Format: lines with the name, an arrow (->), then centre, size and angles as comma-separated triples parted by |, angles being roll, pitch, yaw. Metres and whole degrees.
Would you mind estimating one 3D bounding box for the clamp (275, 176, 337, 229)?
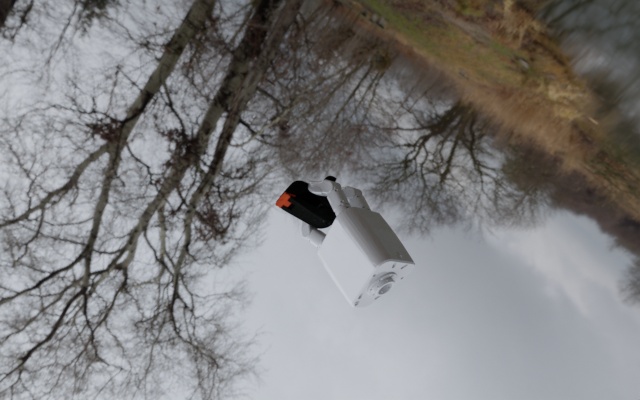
clamp -> -0.001, 0.003, 0.803 | 0.210, 0.164, 0.036 | 16, -56, -47
